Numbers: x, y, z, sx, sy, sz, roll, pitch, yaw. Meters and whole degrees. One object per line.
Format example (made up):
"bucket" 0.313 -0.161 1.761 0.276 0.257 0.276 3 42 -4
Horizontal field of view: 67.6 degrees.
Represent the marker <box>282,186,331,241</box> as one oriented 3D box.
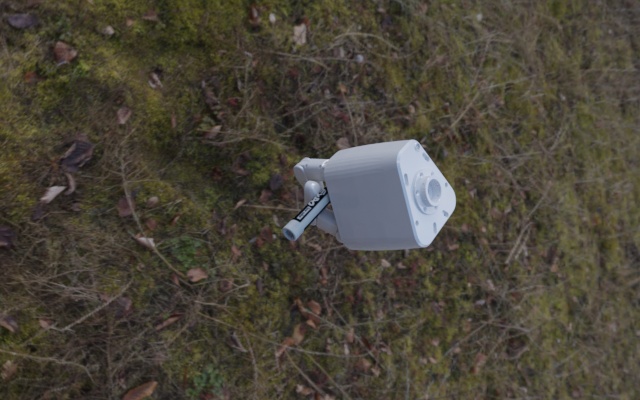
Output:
"marker" 0.000 0.002 0.551 0.020 0.020 0.121 0 36 44
